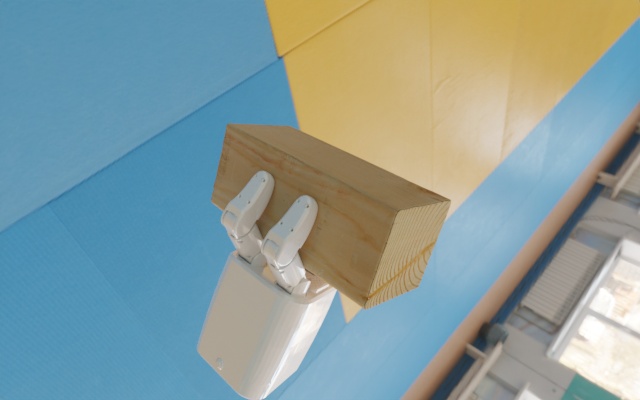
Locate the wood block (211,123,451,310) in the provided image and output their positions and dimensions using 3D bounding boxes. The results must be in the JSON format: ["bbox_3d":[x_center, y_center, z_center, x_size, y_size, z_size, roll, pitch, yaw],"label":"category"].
[{"bbox_3d":[0.000,0.002,0.449,0.206,0.090,0.091,29,23,35],"label":"wood block"}]
